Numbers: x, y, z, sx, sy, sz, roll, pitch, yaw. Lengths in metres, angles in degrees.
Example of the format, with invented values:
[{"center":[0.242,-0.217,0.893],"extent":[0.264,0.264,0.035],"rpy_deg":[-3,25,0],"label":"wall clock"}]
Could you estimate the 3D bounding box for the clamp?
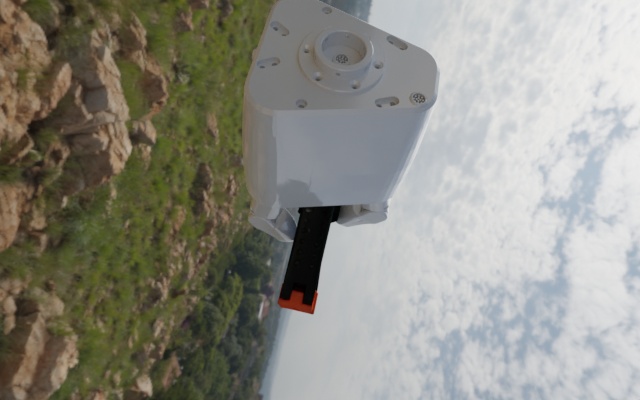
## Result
[{"center":[0.001,0.002,0.426],"extent":[0.036,0.210,0.165],"rpy_deg":[12,-27,1],"label":"clamp"}]
